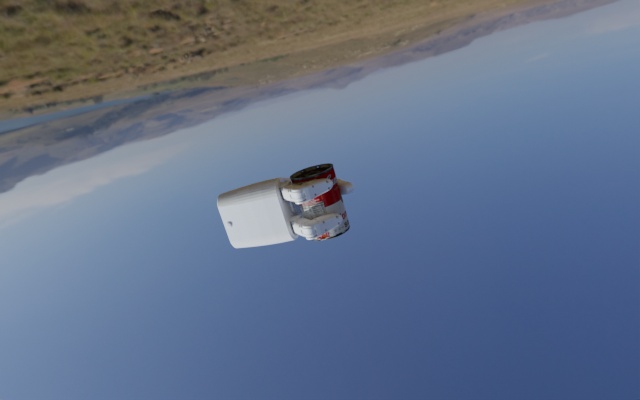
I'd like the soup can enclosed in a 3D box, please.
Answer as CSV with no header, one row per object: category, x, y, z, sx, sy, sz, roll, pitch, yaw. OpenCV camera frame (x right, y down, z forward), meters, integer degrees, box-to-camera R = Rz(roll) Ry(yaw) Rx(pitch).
soup can,0.001,0.003,0.728,0.068,0.102,0.068,-15,15,4
